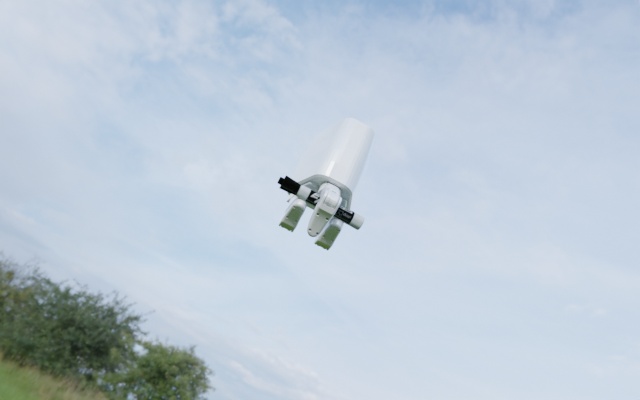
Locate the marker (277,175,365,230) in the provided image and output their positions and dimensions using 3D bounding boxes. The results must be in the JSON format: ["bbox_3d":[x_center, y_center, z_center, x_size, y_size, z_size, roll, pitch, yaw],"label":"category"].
[{"bbox_3d":[0.000,0.002,0.611,0.121,0.020,0.020,28,-4,-7],"label":"marker"}]
